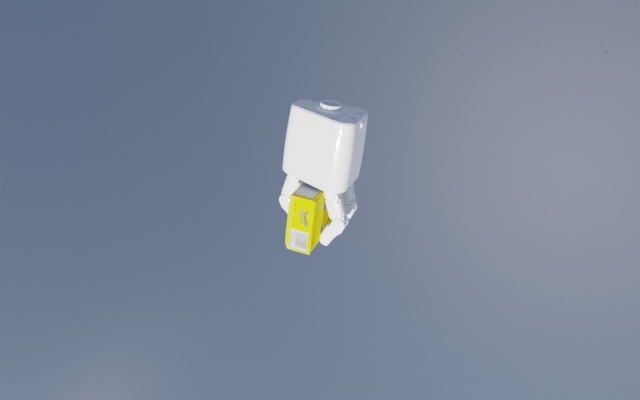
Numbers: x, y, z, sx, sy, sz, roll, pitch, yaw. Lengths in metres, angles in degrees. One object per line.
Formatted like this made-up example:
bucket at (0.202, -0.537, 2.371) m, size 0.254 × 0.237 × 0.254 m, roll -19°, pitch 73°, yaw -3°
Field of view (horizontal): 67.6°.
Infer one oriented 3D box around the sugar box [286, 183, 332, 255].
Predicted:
sugar box at (0.001, 0.003, 0.763) m, size 0.048 × 0.093 × 0.176 m, roll 17°, pitch 29°, yaw 17°
